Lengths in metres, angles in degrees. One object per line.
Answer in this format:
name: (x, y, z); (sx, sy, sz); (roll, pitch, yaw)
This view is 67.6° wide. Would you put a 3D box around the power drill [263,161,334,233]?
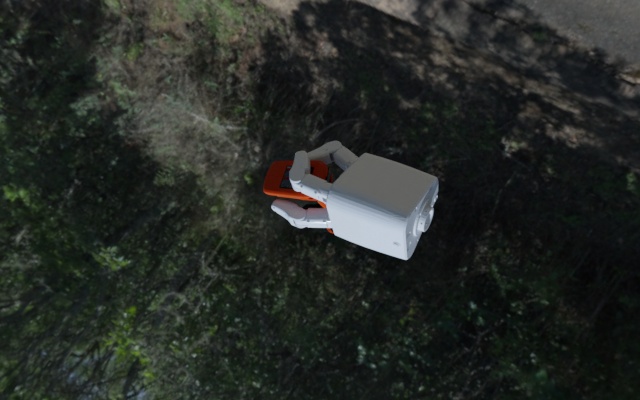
power drill: (0.000, 0.002, 0.735); (0.184, 0.057, 0.188); (2, -20, 38)
